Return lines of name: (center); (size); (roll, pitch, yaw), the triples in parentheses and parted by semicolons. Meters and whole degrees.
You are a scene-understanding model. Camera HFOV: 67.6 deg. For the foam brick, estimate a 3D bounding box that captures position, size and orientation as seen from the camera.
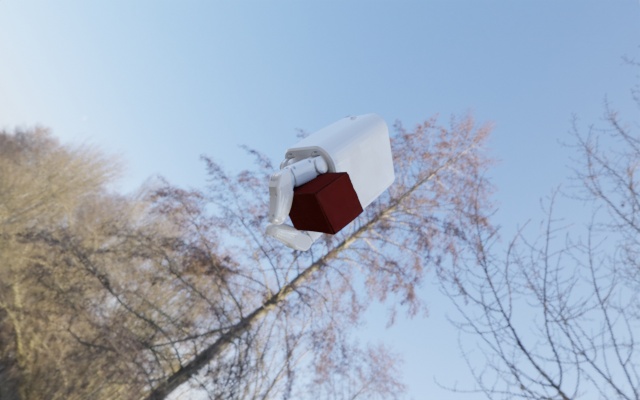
foam brick: (0.000, 0.002, 0.543); (0.051, 0.053, 0.078); (-34, 21, -30)
